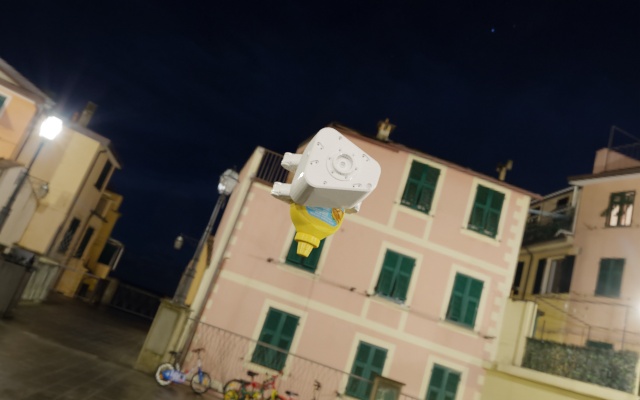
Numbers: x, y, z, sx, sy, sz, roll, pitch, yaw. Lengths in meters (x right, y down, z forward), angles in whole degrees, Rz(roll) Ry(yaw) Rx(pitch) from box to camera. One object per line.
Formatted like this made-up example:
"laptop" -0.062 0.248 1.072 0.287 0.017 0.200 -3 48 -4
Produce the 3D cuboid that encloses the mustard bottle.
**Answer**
"mustard bottle" 0.000 0.002 0.805 0.096 0.191 0.058 29 -19 -31
